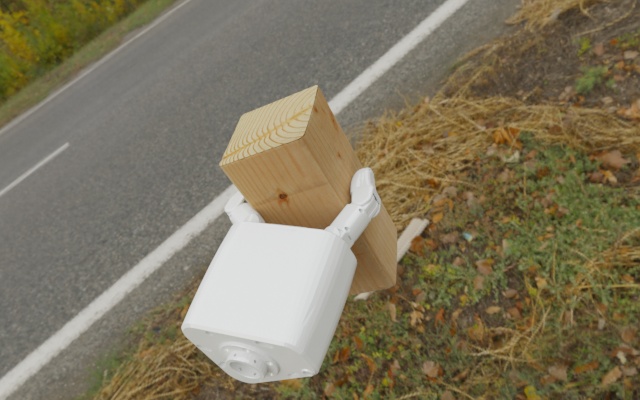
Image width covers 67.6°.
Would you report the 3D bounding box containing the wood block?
[{"bbox_3d":[0.000,0.002,0.496,0.091,0.206,0.090,-16,37,23],"label":"wood block"}]
